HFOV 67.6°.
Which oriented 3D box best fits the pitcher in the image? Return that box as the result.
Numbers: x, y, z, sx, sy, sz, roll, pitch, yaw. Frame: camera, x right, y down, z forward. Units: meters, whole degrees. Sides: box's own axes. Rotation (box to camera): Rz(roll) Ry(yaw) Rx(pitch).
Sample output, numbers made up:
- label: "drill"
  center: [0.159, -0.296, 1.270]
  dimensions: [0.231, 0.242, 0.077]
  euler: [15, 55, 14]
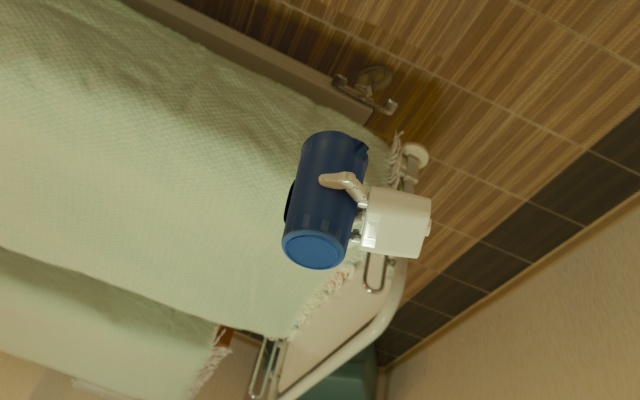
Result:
- label: "pitcher"
  center: [0.000, 0.003, 0.860]
  dimensions: [0.145, 0.242, 0.149]
  euler: [10, -42, 4]
